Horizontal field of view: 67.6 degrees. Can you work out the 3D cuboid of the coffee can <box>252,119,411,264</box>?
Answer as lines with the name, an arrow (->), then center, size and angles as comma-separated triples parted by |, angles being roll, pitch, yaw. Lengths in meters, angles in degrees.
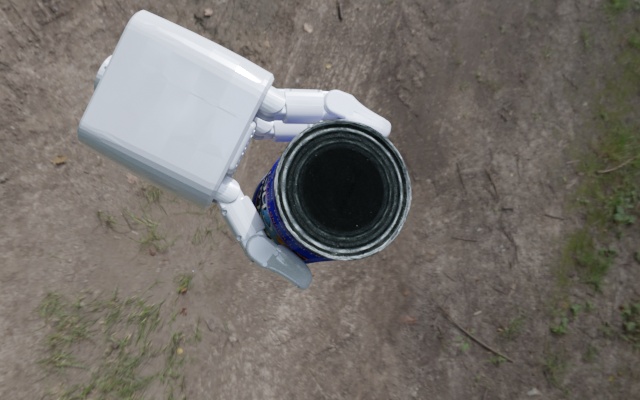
coffee can -> 0.000, 0.001, 0.405 | 0.103, 0.103, 0.140 | 0, -8, -15
